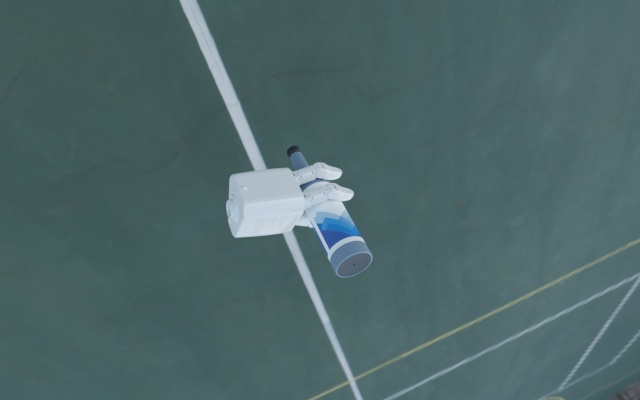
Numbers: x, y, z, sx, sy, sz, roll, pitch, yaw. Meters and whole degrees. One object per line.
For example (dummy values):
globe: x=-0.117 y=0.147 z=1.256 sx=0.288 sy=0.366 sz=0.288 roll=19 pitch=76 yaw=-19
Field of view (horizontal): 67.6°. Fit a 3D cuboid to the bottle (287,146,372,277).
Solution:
bottle: x=0.000 y=0.003 z=0.869 sx=0.069 sy=0.295 sz=0.069 roll=-17 pitch=-39 yaw=-14
